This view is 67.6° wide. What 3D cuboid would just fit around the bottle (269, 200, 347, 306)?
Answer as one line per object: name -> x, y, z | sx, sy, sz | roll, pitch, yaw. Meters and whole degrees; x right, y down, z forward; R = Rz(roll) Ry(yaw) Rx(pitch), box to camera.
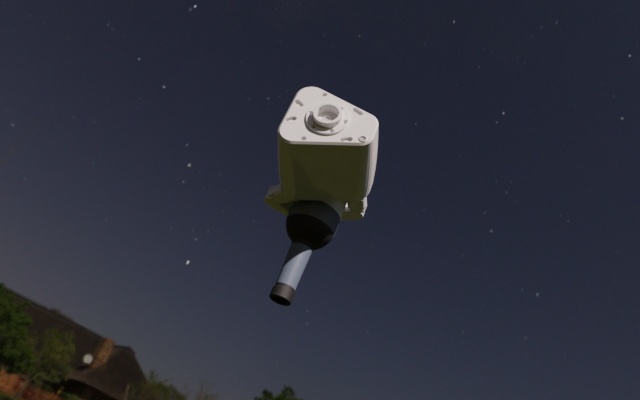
bottle -> 0.000, 0.002, 0.637 | 0.069, 0.295, 0.069 | 16, -32, 10
